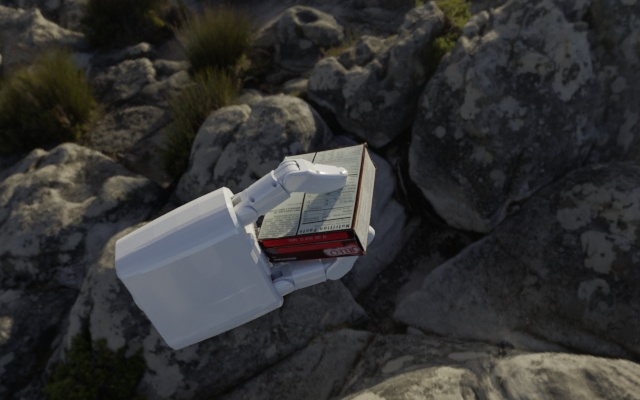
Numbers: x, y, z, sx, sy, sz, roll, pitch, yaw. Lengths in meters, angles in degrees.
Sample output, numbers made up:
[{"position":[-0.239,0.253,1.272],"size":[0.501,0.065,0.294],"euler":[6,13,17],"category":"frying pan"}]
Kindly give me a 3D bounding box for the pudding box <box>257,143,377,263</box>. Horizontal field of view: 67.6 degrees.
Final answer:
[{"position":[0.000,0.001,0.437],"size":[0.090,0.113,0.039],"euler":[-7,-44,20],"category":"pudding box"}]
